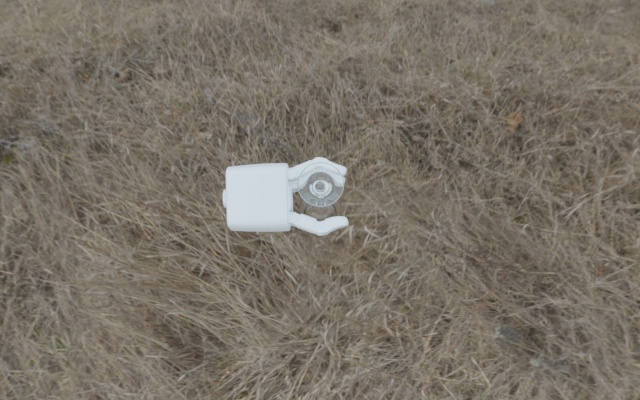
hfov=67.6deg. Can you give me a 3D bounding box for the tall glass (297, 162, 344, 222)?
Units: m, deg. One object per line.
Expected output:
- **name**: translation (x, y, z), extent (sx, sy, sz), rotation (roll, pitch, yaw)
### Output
- **tall glass**: translation (0.000, 0.003, 0.850), extent (0.079, 0.079, 0.201), rotation (0, -17, 0)
